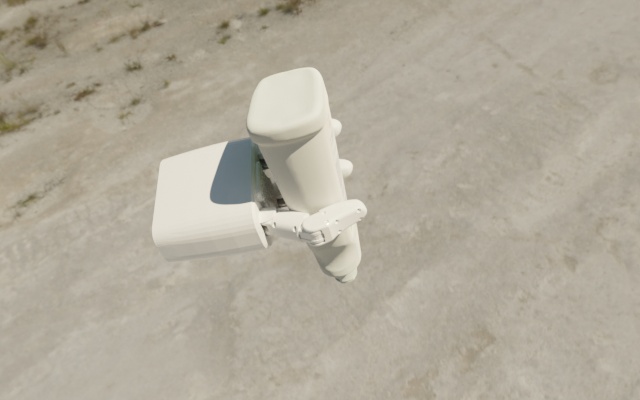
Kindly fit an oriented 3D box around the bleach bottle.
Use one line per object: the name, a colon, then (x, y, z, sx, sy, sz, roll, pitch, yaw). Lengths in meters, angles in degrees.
bleach bottle: (0.000, 0.001, 0.483, 0.068, 0.251, 0.102, -11, 40, 9)
